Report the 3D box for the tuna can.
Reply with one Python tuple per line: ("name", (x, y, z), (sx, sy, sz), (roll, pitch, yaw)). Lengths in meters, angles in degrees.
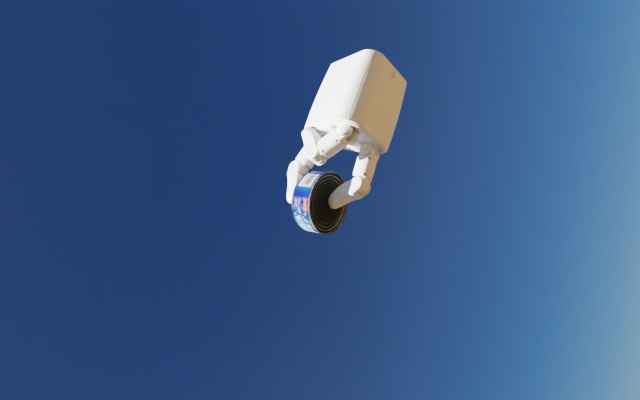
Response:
("tuna can", (0.000, 0.002, 0.654), (0.034, 0.086, 0.086), (7, 4, 38))
